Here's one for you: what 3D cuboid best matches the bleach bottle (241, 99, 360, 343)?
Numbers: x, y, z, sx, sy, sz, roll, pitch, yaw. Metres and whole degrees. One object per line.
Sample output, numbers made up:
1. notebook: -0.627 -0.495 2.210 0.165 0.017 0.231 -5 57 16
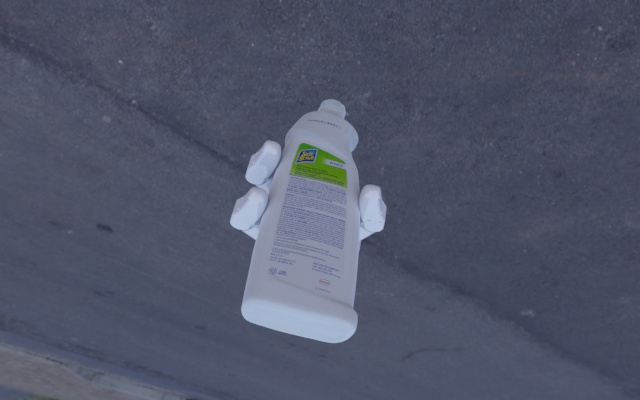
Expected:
1. bleach bottle: 0.000 0.002 0.470 0.102 0.250 0.068 16 -33 -6
